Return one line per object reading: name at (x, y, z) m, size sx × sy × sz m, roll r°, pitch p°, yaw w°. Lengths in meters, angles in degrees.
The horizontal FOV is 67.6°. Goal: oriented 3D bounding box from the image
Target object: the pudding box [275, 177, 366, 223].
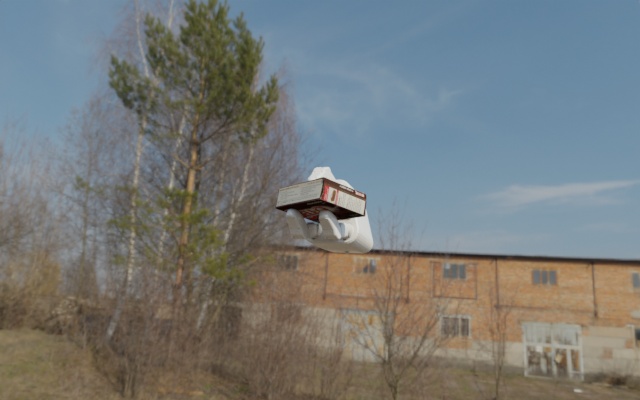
pudding box at (0.000, 0.002, 0.723) m, size 0.090 × 0.039 × 0.113 m, roll 19°, pitch -21°, yaw -36°
